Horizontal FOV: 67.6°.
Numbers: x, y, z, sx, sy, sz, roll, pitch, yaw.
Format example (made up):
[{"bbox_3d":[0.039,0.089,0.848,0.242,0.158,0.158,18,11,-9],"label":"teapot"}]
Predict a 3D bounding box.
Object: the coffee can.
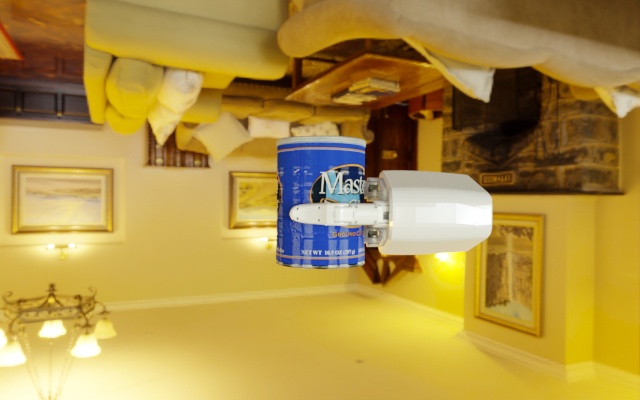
[{"bbox_3d":[0.000,0.002,0.548,0.103,0.140,0.103,0,0,0],"label":"coffee can"}]
